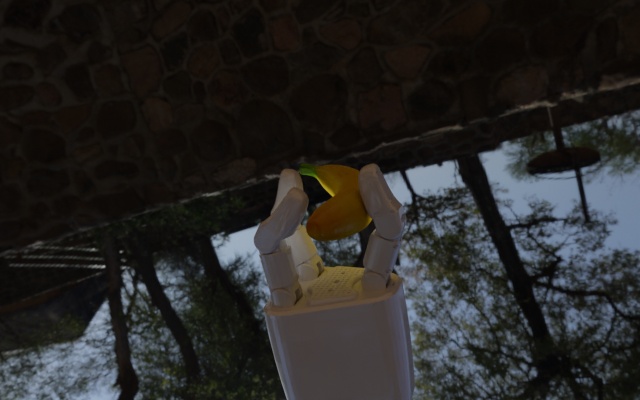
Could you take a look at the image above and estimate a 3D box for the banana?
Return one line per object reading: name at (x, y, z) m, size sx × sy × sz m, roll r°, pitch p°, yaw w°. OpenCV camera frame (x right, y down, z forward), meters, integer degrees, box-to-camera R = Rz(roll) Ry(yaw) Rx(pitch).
banana at (0.018, -0.001, 0.433) m, size 0.069 × 0.037 × 0.197 m, roll -6°, pitch 15°, yaw -3°
